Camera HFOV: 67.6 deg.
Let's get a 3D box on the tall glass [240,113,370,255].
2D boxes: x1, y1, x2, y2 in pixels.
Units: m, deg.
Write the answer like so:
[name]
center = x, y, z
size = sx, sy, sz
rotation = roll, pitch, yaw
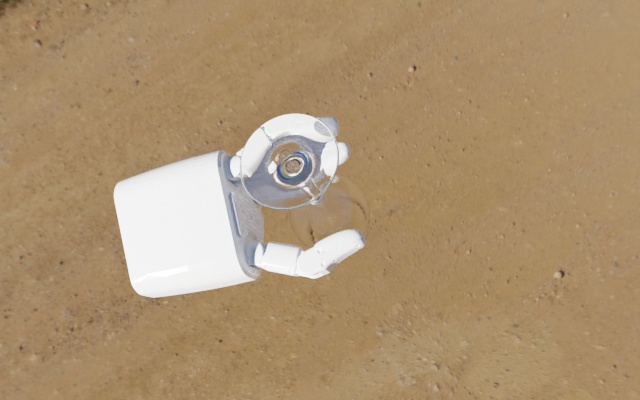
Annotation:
[tall glass]
center = 0.000, 0.001, 0.430
size = 0.079, 0.079, 0.201
rotation = 0, -18, 15
